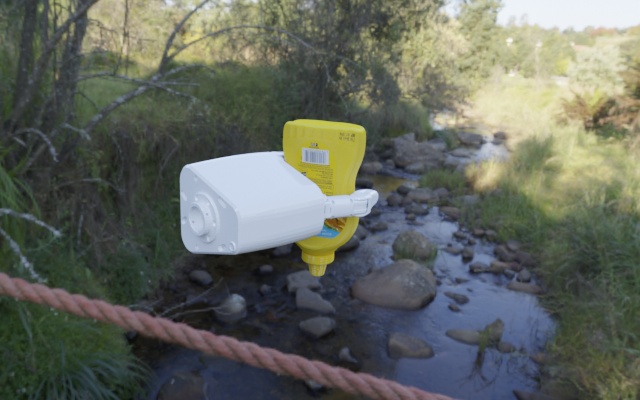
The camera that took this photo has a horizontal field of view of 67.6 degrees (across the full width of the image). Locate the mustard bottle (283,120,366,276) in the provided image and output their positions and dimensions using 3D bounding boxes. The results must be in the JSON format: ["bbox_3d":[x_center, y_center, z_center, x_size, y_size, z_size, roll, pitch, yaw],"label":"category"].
[{"bbox_3d":[0.000,0.002,0.581,0.096,0.192,0.058,9,17,19],"label":"mustard bottle"}]
